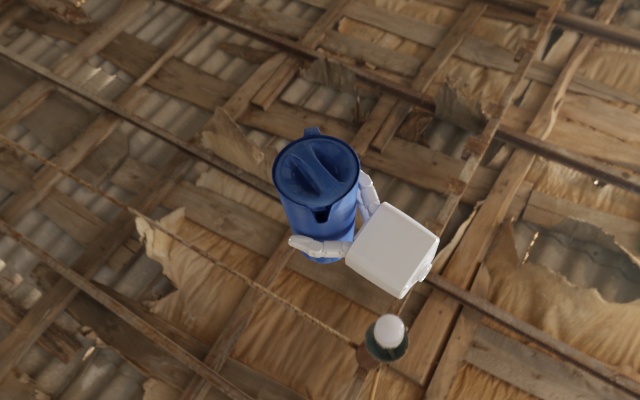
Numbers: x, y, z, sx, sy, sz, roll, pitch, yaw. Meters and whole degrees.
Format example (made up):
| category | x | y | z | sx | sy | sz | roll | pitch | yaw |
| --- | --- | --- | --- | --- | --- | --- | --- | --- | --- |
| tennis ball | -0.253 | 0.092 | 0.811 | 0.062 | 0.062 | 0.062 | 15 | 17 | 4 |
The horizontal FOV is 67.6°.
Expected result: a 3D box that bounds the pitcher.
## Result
| category | x | y | z | sx | sy | sz | roll | pitch | yaw |
| --- | --- | --- | --- | --- | --- | --- | --- | --- | --- |
| pitcher | 0.000 | 0.003 | 0.817 | 0.145 | 0.149 | 0.243 | 32 | -24 | 21 |
